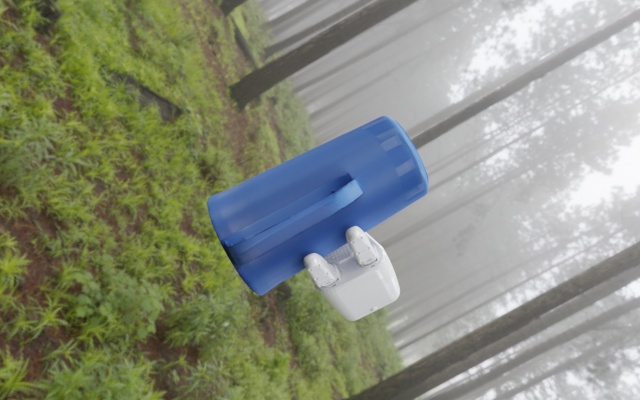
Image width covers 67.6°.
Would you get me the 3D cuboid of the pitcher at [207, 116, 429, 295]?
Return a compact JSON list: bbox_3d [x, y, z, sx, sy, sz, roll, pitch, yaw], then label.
[{"bbox_3d":[0.000,0.002,0.560,0.243,0.149,0.145,-29,-41,2],"label":"pitcher"}]
